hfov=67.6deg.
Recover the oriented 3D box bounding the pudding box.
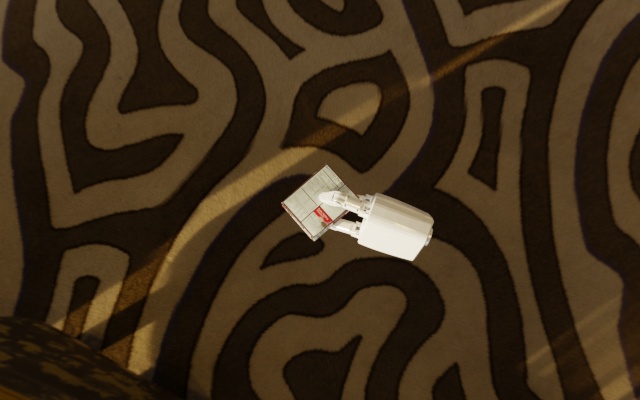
[{"bbox_3d":[0.000,0.003,0.862,0.113,0.090,0.039,-40,-9,-8],"label":"pudding box"}]
